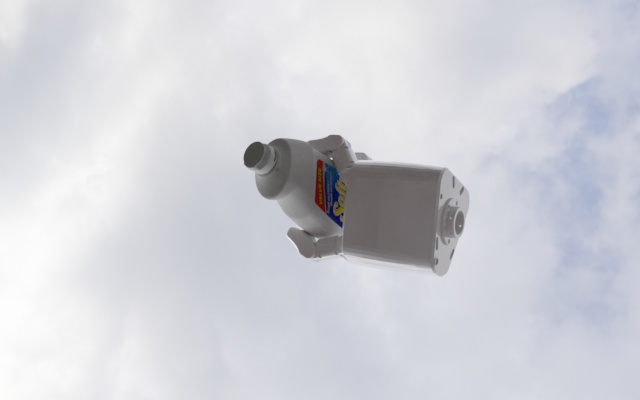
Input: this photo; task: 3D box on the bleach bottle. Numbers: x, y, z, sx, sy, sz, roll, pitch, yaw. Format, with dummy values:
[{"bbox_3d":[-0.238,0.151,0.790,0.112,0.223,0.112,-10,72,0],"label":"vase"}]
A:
[{"bbox_3d":[0.000,0.002,0.571,0.068,0.102,0.251,4,-16,37],"label":"bleach bottle"}]
